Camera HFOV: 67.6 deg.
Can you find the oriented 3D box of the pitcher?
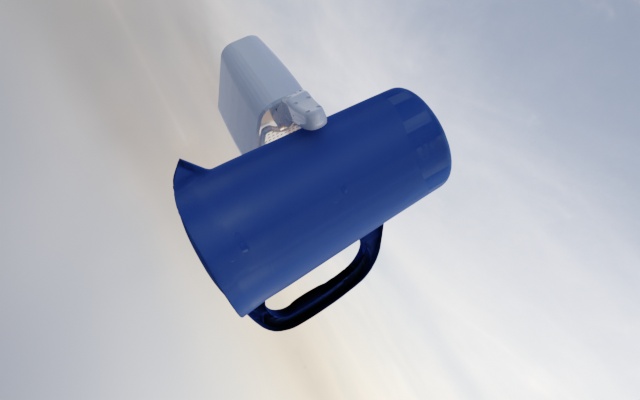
[{"bbox_3d":[0.000,0.001,0.450,0.243,0.145,0.149,-29,-29,-11],"label":"pitcher"}]
